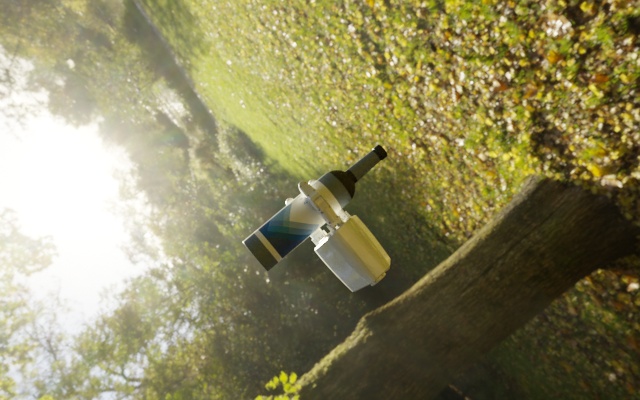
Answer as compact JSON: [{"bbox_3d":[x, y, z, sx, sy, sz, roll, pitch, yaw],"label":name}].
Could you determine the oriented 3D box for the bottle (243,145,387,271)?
[{"bbox_3d":[0.000,0.003,0.835,0.295,0.069,0.069,-40,7,-9],"label":"bottle"}]
